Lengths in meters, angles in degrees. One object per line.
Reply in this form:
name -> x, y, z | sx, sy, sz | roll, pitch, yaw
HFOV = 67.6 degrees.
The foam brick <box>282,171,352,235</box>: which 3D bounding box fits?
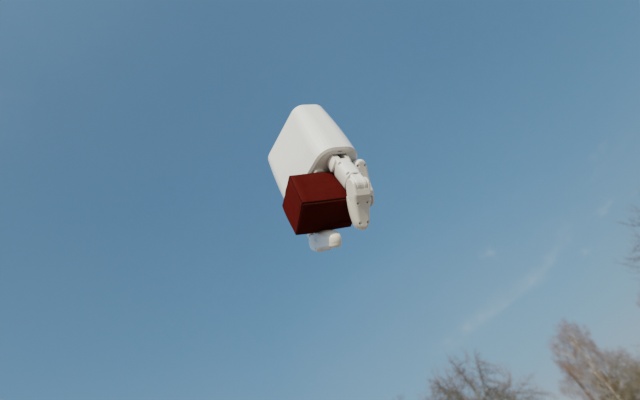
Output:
foam brick -> 0.000, 0.002, 0.576 | 0.078, 0.053, 0.051 | -7, 46, -25
